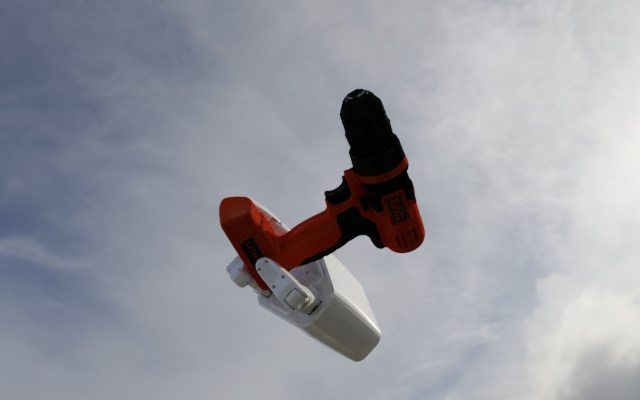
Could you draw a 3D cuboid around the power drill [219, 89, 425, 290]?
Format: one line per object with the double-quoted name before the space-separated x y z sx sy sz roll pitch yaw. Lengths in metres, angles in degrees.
"power drill" 0.000 0.002 0.472 0.187 0.184 0.057 -21 30 5
